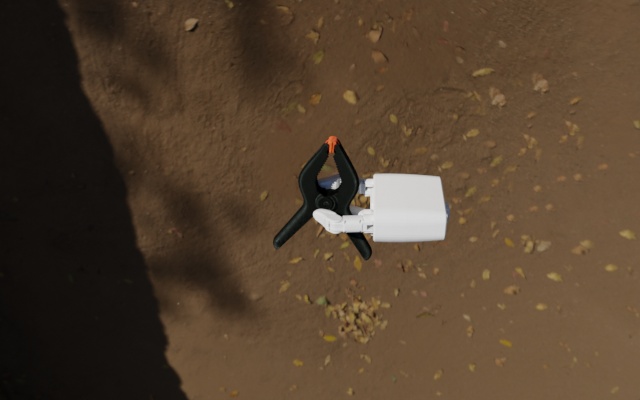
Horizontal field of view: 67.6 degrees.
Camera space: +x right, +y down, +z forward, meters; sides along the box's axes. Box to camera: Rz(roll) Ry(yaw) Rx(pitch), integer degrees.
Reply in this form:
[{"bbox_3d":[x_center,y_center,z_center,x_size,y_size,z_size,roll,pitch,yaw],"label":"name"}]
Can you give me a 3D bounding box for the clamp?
[{"bbox_3d":[0.000,0.002,0.758,0.164,0.210,0.036,0,25,5],"label":"clamp"}]
